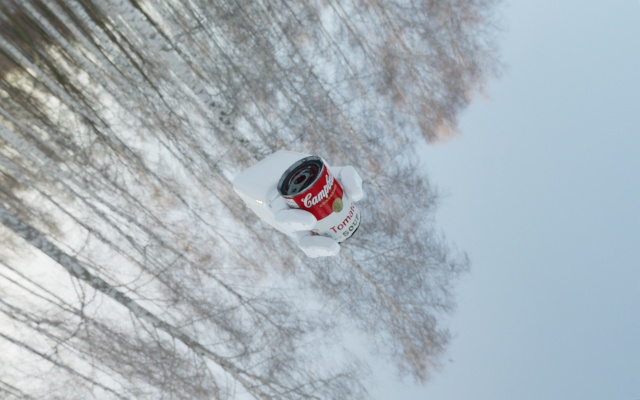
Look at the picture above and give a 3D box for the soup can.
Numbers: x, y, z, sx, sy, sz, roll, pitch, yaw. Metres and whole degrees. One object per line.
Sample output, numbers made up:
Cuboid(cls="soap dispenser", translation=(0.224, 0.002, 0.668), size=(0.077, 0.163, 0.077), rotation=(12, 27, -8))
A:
Cuboid(cls="soup can", translation=(0.001, 0.002, 0.615), size=(0.068, 0.068, 0.102), rotation=(0, -41, 43))
